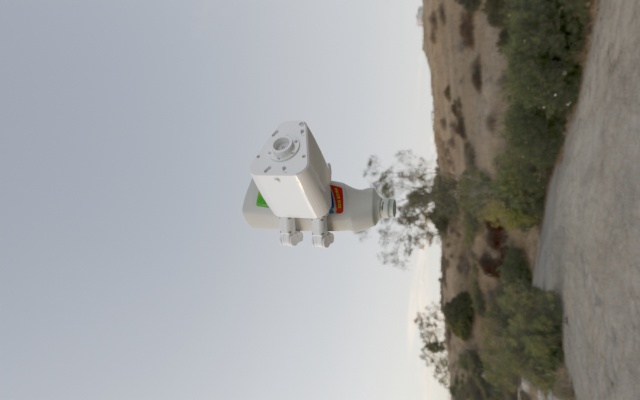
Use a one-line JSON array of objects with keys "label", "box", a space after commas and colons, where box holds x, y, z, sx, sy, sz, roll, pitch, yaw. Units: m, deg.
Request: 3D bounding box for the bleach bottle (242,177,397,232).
[{"label": "bleach bottle", "box": [0.000, 0.003, 0.791, 0.251, 0.102, 0.068, 1, -35, 21]}]
